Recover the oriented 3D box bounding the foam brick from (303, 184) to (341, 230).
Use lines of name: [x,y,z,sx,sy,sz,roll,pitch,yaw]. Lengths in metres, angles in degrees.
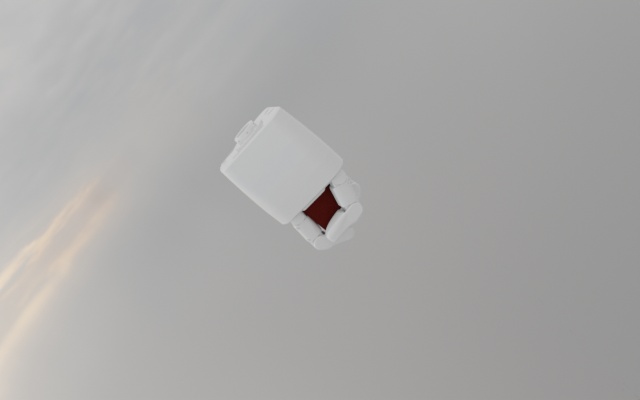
foam brick: [0.000,0.002,0.649,0.051,0.053,0.078,40,-4,-20]
